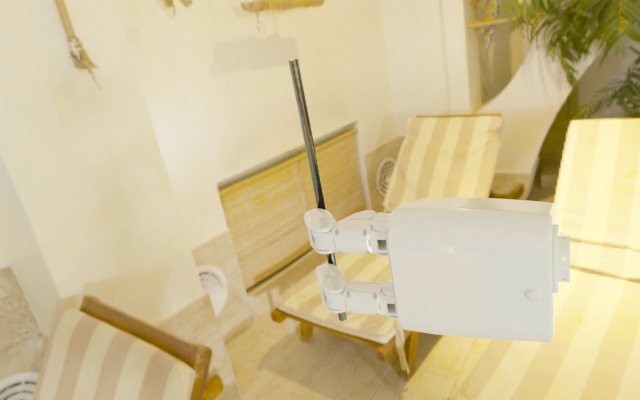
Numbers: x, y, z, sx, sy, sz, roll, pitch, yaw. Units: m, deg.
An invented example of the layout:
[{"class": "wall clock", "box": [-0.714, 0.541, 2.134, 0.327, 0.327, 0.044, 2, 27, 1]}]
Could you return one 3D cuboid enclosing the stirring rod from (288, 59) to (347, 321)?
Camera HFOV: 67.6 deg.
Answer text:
[{"class": "stirring rod", "box": [0.000, 0.001, 0.414, 0.011, 0.240, 0.011, -10, 20, 4]}]
